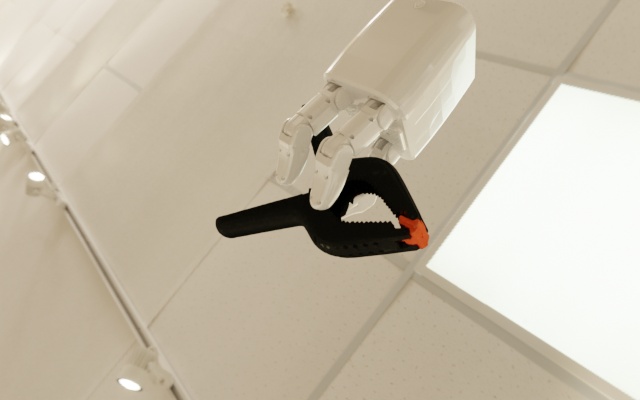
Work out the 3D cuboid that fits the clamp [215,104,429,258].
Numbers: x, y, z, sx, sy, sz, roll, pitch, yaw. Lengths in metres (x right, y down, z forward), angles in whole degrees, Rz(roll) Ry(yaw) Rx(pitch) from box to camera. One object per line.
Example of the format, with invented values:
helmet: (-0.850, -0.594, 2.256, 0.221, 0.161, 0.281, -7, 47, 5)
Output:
clamp: (0.001, 0.002, 0.428, 0.210, 0.164, 0.036, 34, -8, 43)
